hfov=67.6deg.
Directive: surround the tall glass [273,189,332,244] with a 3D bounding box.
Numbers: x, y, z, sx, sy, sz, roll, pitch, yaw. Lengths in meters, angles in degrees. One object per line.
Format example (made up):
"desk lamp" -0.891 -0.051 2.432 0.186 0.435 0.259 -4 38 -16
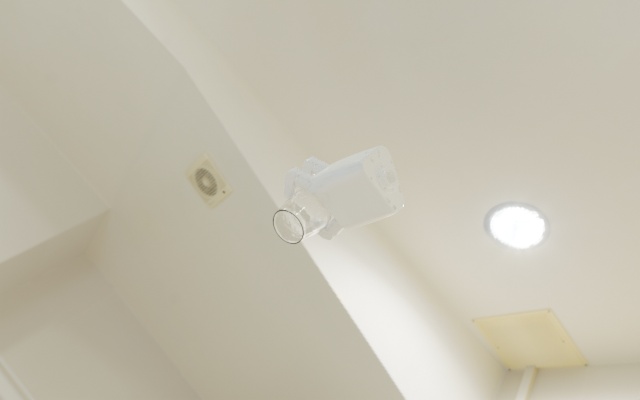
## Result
"tall glass" 0.000 0.003 0.843 0.079 0.079 0.201 0 24 36
